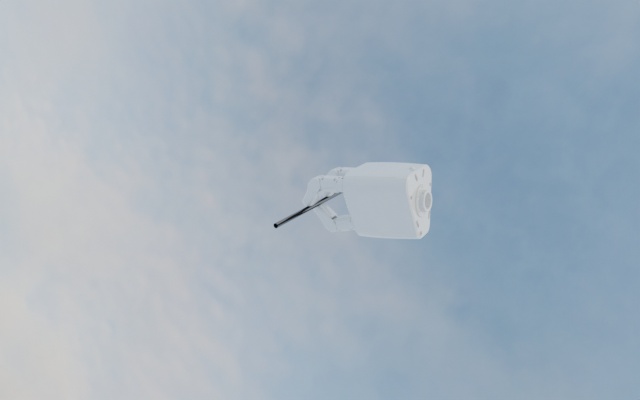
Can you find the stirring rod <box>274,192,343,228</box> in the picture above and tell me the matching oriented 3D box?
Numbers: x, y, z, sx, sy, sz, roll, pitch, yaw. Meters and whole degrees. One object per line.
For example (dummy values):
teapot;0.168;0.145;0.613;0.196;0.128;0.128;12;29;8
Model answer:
stirring rod;0.000;0.003;0.802;0.011;0.011;0.239;0;17;36
